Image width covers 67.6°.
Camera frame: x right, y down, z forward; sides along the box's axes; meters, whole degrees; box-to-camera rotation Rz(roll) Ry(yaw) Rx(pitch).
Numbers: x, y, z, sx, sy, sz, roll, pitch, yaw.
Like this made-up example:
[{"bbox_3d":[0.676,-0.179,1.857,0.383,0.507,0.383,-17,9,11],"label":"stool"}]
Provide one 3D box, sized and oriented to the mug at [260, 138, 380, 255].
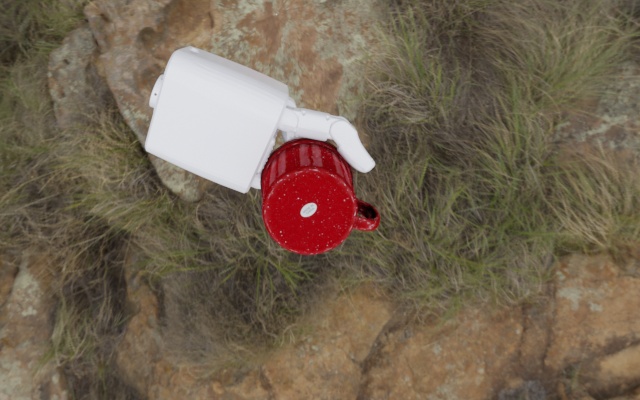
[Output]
[{"bbox_3d":[0.001,0.002,0.438,0.117,0.093,0.081,22,18,-11],"label":"mug"}]
